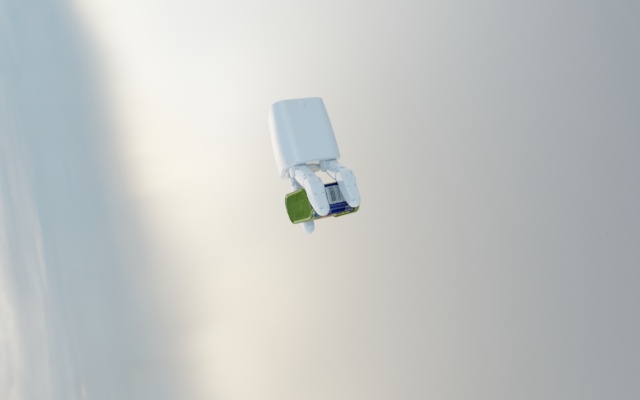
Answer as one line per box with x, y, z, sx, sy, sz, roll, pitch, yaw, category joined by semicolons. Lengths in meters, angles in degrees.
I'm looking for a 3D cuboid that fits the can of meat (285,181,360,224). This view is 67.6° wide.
0.000;0.003;0.762;0.084;0.057;0.102;-11;-4;-27;can of meat
